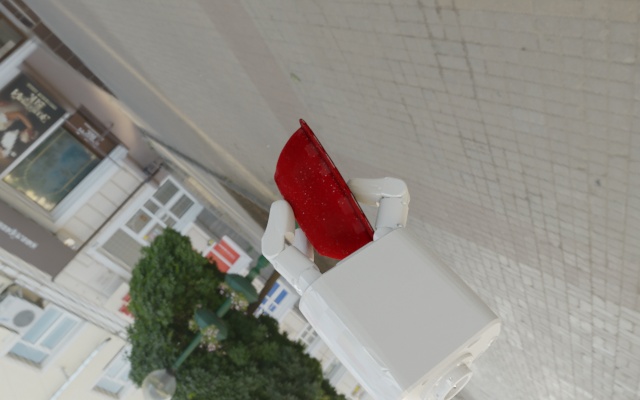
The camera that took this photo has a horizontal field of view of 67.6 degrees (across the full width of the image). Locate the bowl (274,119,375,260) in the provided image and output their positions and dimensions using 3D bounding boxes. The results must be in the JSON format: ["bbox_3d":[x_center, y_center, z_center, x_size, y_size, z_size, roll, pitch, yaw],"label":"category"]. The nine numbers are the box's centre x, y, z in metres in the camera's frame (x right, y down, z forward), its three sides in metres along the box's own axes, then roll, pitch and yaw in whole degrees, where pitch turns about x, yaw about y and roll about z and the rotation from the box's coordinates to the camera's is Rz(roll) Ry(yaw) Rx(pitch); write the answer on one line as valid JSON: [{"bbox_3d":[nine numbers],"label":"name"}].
[{"bbox_3d":[-0.001,0.001,0.476,0.055,0.162,0.162,-31,0,0],"label":"bowl"}]
